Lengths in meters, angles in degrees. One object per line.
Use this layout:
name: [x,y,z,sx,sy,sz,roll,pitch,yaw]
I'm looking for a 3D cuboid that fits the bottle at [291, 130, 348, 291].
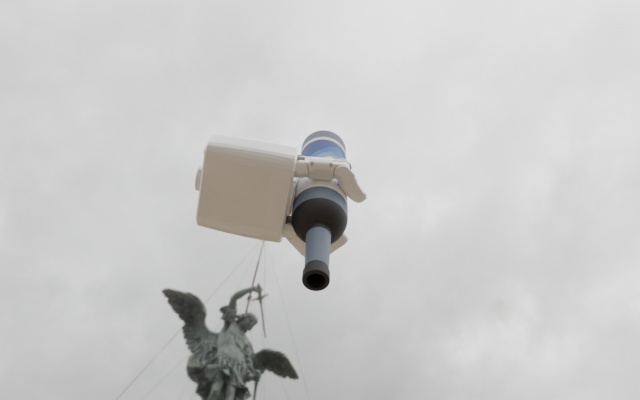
bottle: [0.000,0.002,0.591,0.069,0.069,0.295,0,32,2]
